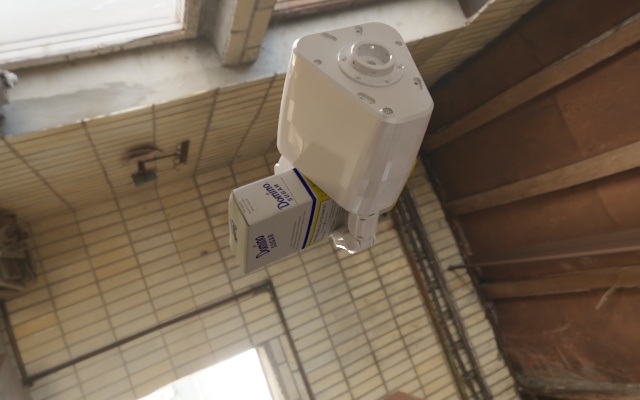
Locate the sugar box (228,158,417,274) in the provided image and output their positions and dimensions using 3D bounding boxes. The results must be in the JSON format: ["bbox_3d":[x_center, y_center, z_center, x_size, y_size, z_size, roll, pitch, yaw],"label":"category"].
[{"bbox_3d":[0.000,0.001,0.459,0.176,0.048,0.093,-19,-29,-23],"label":"sugar box"}]
